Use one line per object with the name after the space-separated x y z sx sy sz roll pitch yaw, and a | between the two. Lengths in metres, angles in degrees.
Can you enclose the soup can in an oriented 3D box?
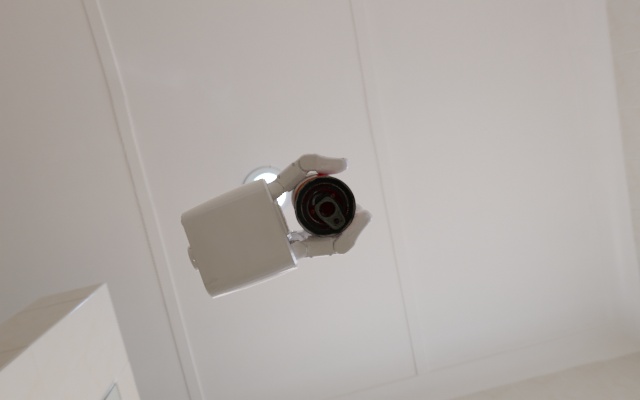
0.000 0.002 0.567 0.068 0.068 0.102 0 6 -6 | soup can
